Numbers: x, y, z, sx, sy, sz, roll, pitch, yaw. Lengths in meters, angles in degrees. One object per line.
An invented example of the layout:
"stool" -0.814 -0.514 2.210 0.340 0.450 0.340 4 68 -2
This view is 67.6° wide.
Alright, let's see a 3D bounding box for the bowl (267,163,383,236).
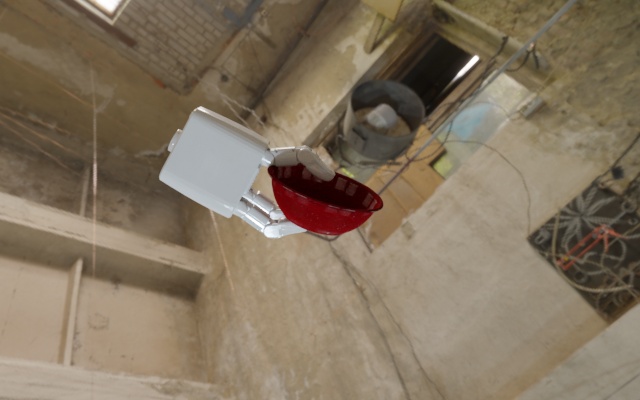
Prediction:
"bowl" 0.001 0.003 0.643 0.162 0.055 0.162 16 18 -5
